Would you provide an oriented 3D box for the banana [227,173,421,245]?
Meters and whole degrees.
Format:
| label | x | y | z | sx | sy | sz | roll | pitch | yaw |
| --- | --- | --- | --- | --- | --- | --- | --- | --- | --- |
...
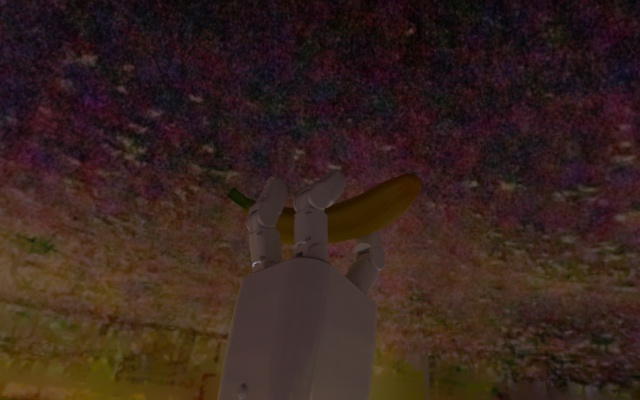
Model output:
| label | x | y | z | sx | sy | sz | roll | pitch | yaw |
| --- | --- | --- | --- | --- | --- | --- | --- | --- | --- |
| banana | 0.004 | 0.014 | 0.456 | 0.198 | 0.037 | 0.070 | -5 | -42 | 25 |
